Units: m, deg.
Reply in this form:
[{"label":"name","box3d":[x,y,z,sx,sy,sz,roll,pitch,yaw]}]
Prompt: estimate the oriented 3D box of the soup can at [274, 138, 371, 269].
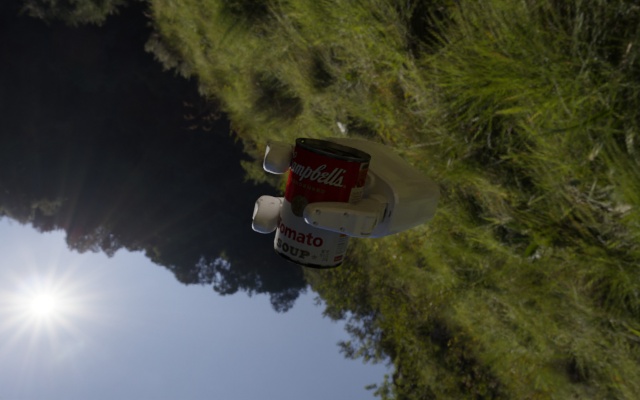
[{"label":"soup can","box3d":[0.000,0.002,0.428,0.068,0.102,0.068,13,15,-3]}]
